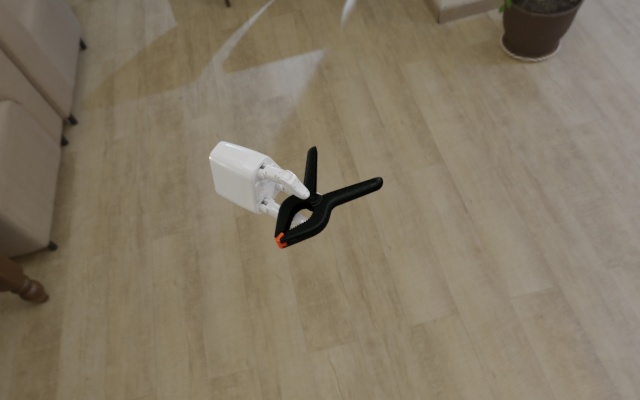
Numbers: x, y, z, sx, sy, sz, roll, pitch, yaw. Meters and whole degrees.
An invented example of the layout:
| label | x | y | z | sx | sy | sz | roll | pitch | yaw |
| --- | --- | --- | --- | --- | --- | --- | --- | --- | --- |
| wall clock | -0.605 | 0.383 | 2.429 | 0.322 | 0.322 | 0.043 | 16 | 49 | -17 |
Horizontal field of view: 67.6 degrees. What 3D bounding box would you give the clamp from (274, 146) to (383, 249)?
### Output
| label | x | y | z | sx | sy | sz | roll | pitch | yaw |
| --- | --- | --- | --- | --- | --- | --- | --- | --- | --- |
| clamp | -0.001 | 0.003 | 0.836 | 0.164 | 0.210 | 0.036 | 21 | -27 | 27 |
